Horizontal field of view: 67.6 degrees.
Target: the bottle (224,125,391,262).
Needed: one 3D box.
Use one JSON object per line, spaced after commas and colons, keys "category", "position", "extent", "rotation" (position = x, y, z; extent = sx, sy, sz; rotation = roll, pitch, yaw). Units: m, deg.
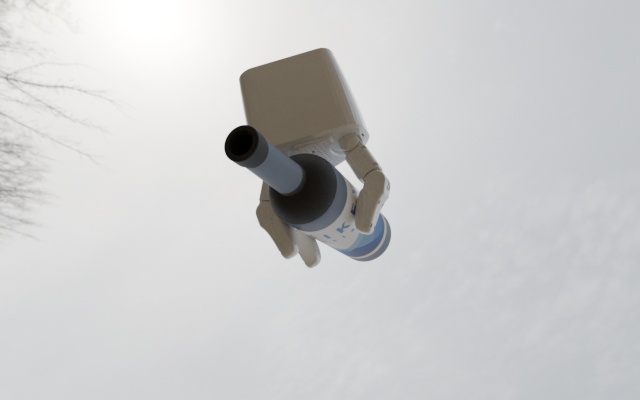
{"category": "bottle", "position": [0.000, 0.002, 0.456], "extent": [0.069, 0.069, 0.296], "rotation": [0, -16, 23]}
